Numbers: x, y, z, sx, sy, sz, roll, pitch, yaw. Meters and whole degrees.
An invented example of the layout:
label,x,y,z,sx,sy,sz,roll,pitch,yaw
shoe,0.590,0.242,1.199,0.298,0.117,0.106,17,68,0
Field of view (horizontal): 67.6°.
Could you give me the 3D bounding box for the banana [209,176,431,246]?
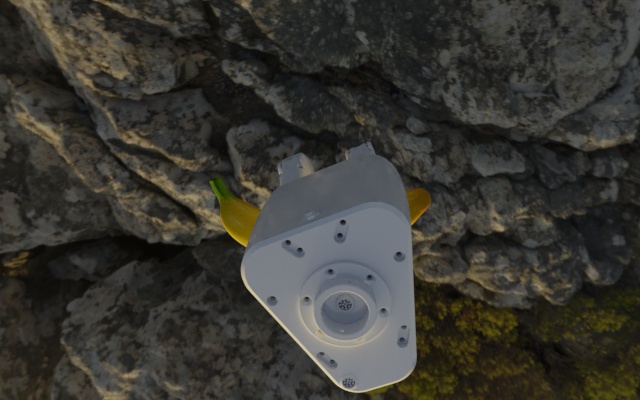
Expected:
label,x,y,z,sx,sy,sz,roll,pitch,yaw
banana,-0.004,0.019,0.420,0.198,0.070,0.037,3,13,5
